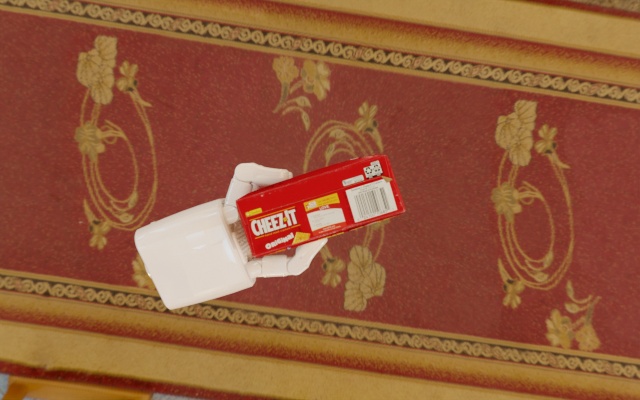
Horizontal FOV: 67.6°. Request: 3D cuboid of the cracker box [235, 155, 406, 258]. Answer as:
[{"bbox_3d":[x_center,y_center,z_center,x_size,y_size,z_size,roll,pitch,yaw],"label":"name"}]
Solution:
[{"bbox_3d":[0.000,0.002,0.583,0.164,0.072,0.213,-17,2,1],"label":"cracker box"}]
